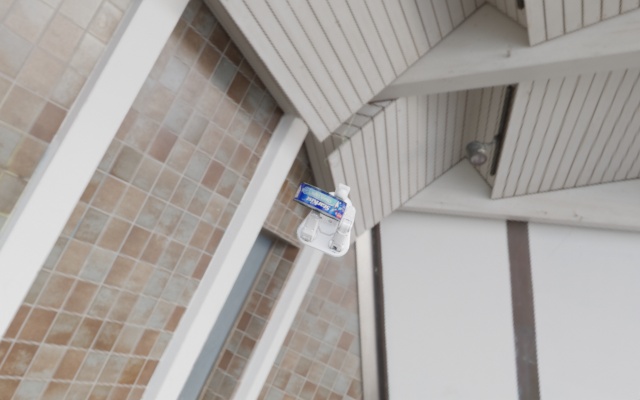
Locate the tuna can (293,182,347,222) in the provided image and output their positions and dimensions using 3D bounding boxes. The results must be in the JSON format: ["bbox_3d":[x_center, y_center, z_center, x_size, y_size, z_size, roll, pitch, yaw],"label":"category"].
[{"bbox_3d":[0.000,0.002,0.788,0.086,0.034,0.086,25,-3,1],"label":"tuna can"}]
